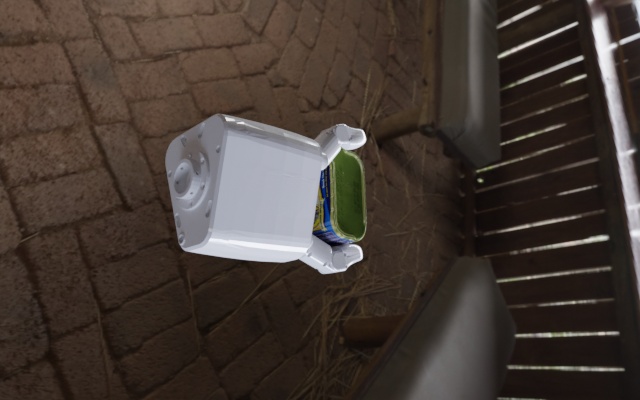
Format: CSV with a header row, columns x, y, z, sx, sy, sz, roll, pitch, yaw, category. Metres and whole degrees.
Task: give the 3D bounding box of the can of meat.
x,y,z,sx,sy,sz,roll,pitch,yaw,category
0.000,0.002,0.509,0.084,0.102,0.057,-17,-24,41,can of meat
